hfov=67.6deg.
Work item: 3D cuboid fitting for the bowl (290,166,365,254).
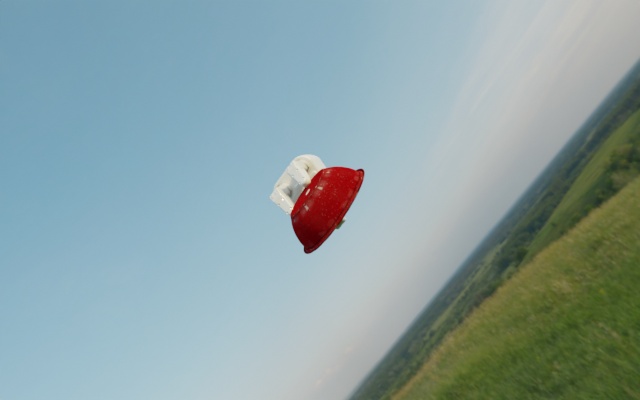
[{"bbox_3d":[0.000,0.002,0.750,0.055,0.162,0.162,34,-7,-10],"label":"bowl"}]
